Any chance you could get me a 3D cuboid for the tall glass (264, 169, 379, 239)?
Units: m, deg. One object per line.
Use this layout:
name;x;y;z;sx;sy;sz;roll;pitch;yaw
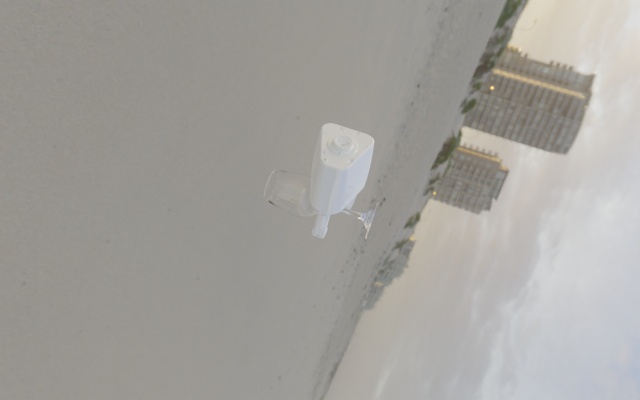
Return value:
tall glass;0.001;0.003;0.874;0.201;0.079;0.079;19;2;7
